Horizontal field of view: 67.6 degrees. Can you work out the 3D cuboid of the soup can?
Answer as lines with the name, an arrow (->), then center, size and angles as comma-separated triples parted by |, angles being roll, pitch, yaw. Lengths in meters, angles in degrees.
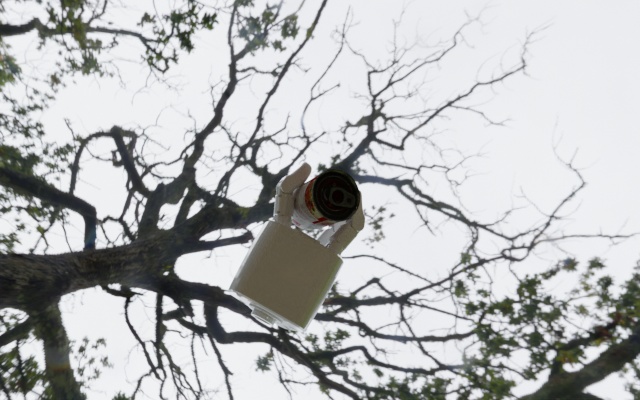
soup can -> 0.000, 0.002, 0.649 | 0.068, 0.068, 0.102 | 0, -10, -25
